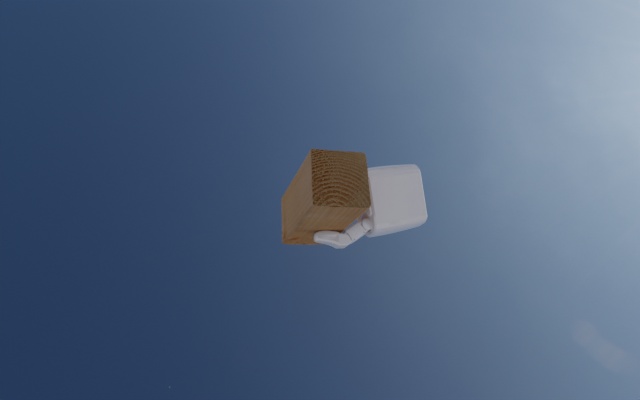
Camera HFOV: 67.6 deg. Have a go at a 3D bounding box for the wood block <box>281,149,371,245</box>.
[{"bbox_3d":[0.000,0.003,0.783,0.090,0.090,0.206,2,-21,-16],"label":"wood block"}]
